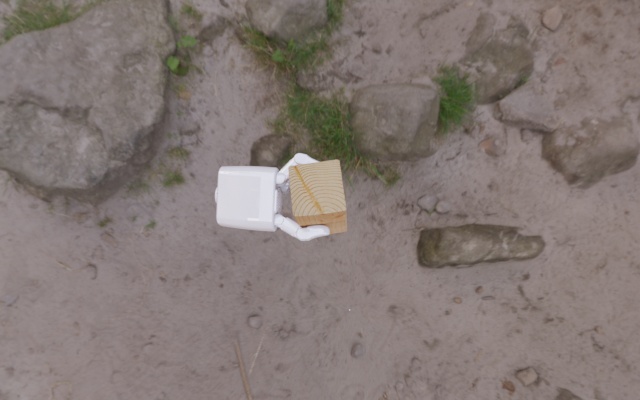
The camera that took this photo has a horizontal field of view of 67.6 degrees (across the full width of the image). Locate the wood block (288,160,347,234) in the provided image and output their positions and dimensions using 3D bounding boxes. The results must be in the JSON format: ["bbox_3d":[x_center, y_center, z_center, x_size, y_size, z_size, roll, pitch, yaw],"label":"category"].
[{"bbox_3d":[0.000,0.003,0.886,0.090,0.090,0.206,-7,-13,2],"label":"wood block"}]
